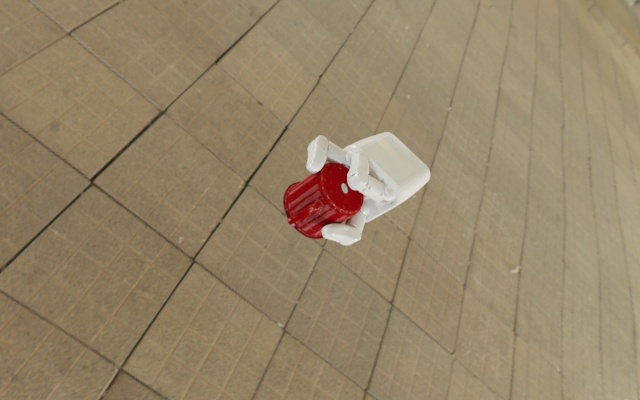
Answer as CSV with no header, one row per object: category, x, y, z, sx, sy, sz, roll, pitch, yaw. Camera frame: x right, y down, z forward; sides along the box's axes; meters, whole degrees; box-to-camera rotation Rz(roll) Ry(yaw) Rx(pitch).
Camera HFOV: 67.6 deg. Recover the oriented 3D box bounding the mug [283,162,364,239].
mug,-0.001,0.003,0.672,0.081,0.093,0.117,-34,-2,43
